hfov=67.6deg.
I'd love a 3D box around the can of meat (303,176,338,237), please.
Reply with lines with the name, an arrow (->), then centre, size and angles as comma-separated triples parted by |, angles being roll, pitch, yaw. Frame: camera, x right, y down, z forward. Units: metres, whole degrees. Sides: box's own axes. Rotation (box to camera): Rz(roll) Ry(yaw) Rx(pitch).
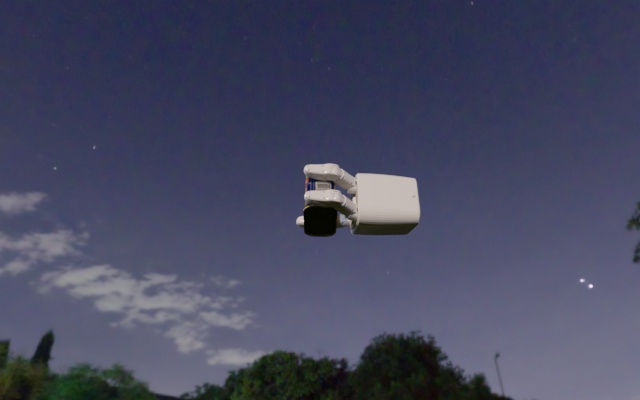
can of meat -> 0.000, 0.003, 0.838 | 0.057, 0.084, 0.102 | 1, -33, 0
